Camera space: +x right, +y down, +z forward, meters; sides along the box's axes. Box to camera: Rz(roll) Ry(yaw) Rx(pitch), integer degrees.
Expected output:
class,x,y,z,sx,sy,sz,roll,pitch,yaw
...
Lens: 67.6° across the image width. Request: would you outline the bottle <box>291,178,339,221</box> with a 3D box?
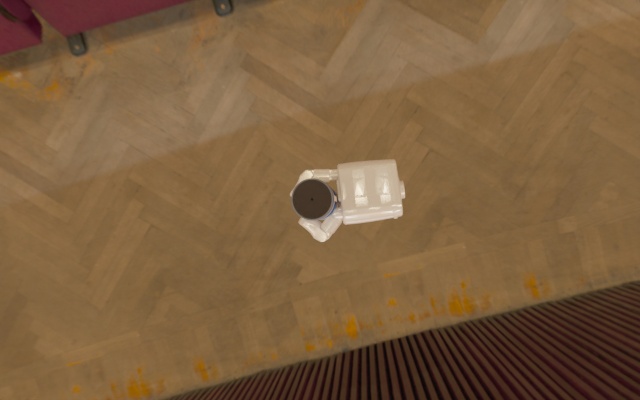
class,x,y,z,sx,sy,sz,roll,pitch,yaw
bottle,0.000,0.003,0.890,0.069,0.069,0.296,0,-2,5
